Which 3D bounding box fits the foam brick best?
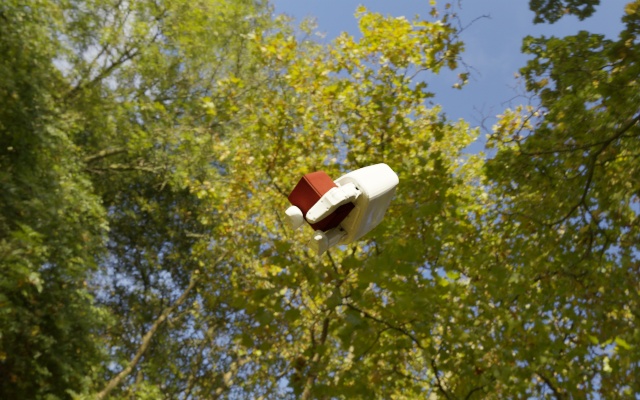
[{"bbox_3d":[0.000,0.002,0.713,0.051,0.078,0.053,-23,-22,-52],"label":"foam brick"}]
